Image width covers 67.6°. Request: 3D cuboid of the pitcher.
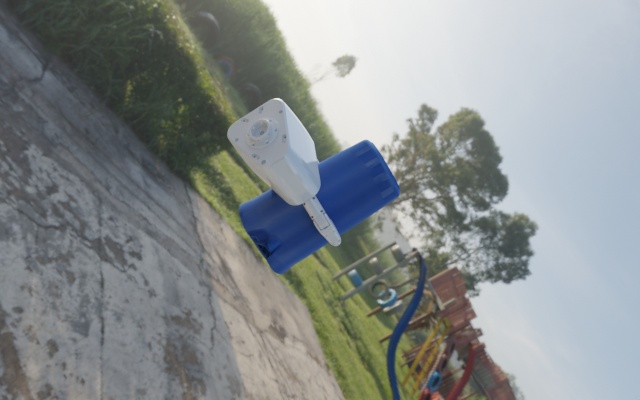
[{"bbox_3d":[0.000,0.003,0.786,0.243,0.149,0.145,-30,-33,5],"label":"pitcher"}]
